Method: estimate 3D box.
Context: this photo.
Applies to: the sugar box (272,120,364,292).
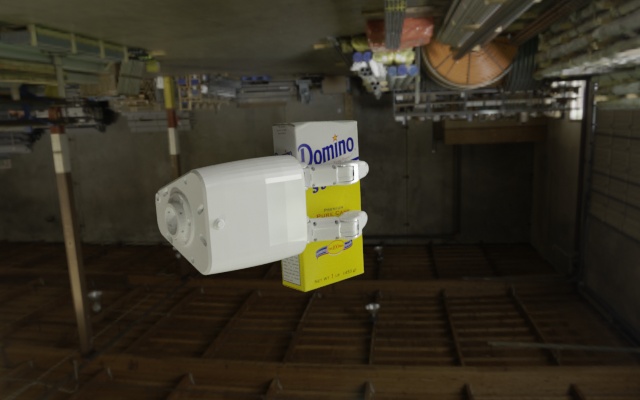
[{"bbox_3d":[0.000,0.002,0.526,0.093,0.176,0.048,-11,13,-40],"label":"sugar box"}]
